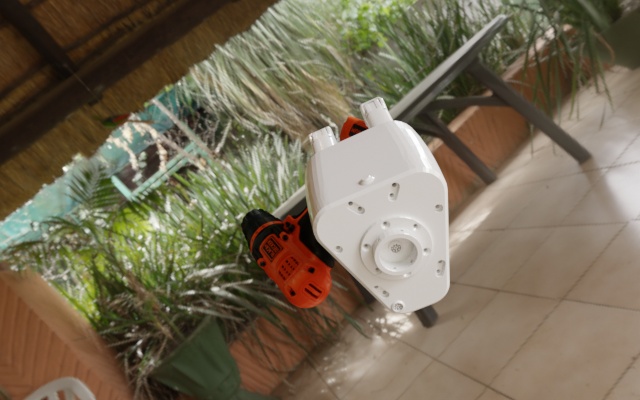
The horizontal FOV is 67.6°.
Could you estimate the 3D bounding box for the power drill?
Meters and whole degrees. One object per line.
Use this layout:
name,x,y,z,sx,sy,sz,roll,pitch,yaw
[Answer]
power drill,0.000,0.001,0.505,0.057,0.187,0.184,39,-1,-33
